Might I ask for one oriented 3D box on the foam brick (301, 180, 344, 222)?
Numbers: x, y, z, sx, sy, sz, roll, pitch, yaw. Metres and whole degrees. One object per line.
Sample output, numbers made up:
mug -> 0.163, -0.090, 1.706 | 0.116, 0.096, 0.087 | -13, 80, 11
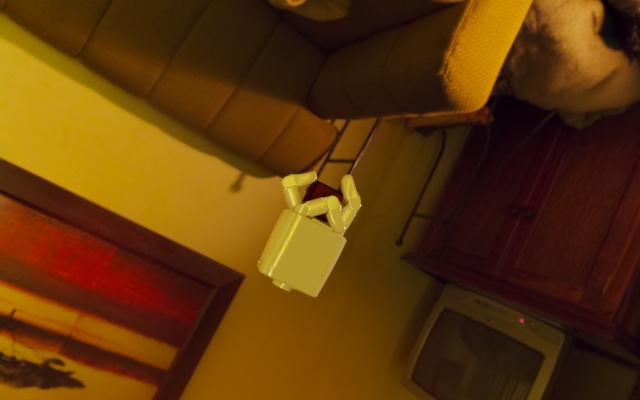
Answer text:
foam brick -> 0.000, 0.003, 0.803 | 0.053, 0.051, 0.078 | 27, -6, -7
